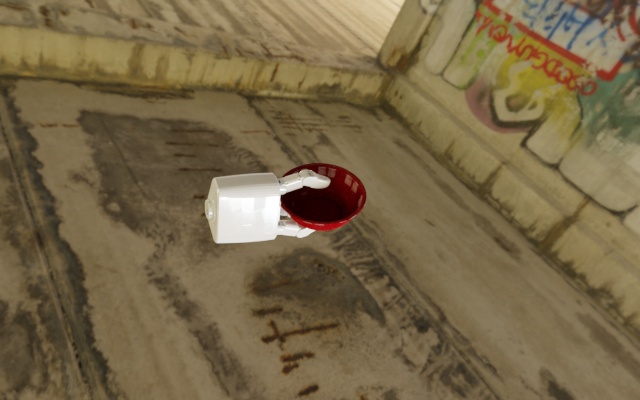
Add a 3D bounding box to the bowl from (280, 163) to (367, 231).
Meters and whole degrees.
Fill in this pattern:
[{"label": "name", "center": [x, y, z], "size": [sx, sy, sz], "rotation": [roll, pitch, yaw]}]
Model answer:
[{"label": "bowl", "center": [0.001, 0.003, 0.865], "size": [0.162, 0.055, 0.162], "rotation": [2, 44, -2]}]
